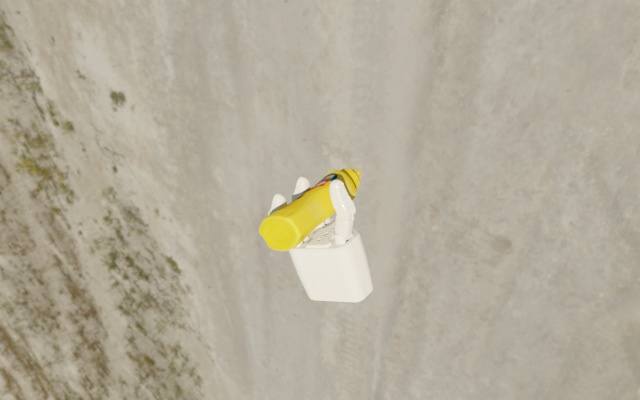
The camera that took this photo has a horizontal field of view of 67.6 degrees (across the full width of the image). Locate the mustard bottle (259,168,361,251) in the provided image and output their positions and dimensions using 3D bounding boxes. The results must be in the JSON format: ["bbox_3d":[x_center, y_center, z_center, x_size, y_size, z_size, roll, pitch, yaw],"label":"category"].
[{"bbox_3d":[0.000,0.002,0.730,0.191,0.058,0.096,-37,5,-36],"label":"mustard bottle"}]
